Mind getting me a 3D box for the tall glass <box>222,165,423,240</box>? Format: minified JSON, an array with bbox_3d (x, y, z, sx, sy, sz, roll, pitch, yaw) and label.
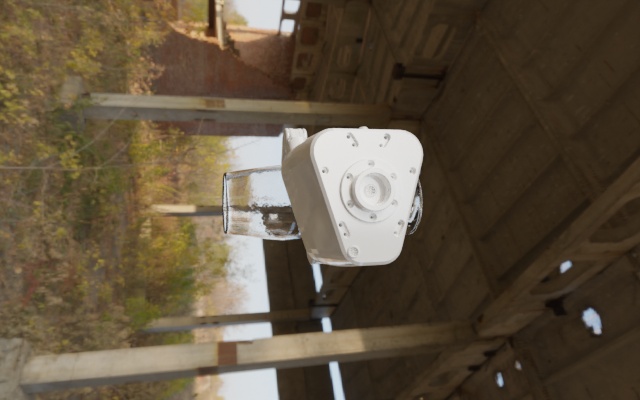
[{"bbox_3d":[0.001,0.002,0.503,0.201,0.079,0.079,-1,0,-15],"label":"tall glass"}]
